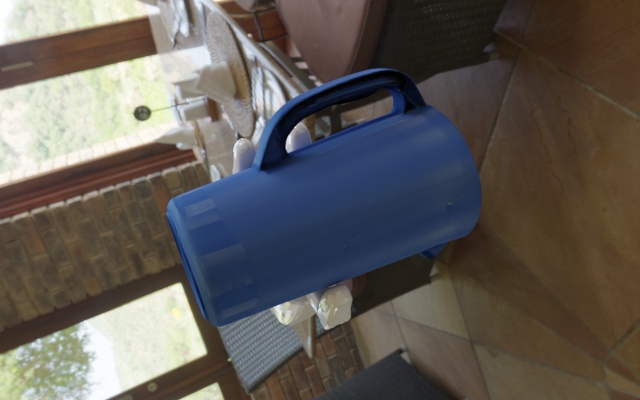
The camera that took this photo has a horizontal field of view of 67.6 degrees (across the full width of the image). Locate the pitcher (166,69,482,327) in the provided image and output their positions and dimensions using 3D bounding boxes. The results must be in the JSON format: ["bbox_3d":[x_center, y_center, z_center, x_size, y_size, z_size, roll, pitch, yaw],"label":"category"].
[{"bbox_3d":[0.000,0.001,0.407,0.243,0.149,0.145,-20,-22,-19],"label":"pitcher"}]
